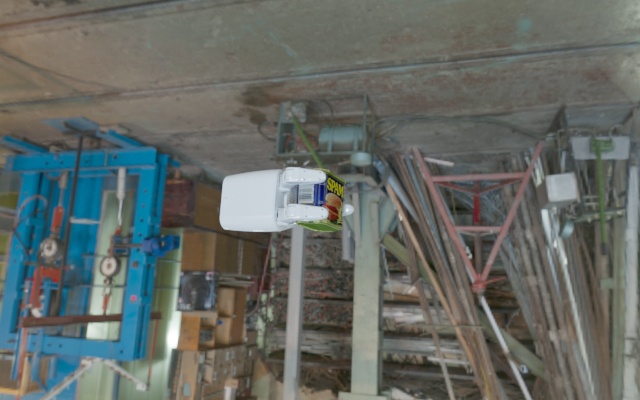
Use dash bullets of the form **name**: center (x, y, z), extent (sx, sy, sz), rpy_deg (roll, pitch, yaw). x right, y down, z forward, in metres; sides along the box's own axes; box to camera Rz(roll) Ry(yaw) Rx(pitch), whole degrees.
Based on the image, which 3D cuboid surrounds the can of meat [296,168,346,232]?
- **can of meat**: center (0.000, 0.003, 0.761), extent (0.057, 0.084, 0.102), rpy_deg (-2, -12, 23)
